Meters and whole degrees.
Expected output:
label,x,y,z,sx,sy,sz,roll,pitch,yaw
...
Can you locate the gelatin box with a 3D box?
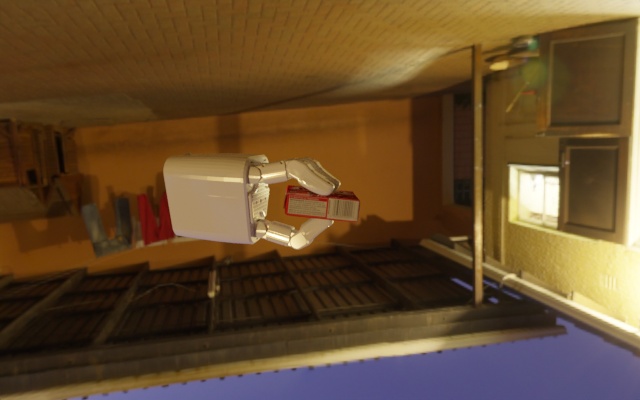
label,x,y,z,sx,sy,sz,roll,pitch,yaw
gelatin box,0.000,0.002,0.588,0.089,0.030,0.073,6,8,-4
